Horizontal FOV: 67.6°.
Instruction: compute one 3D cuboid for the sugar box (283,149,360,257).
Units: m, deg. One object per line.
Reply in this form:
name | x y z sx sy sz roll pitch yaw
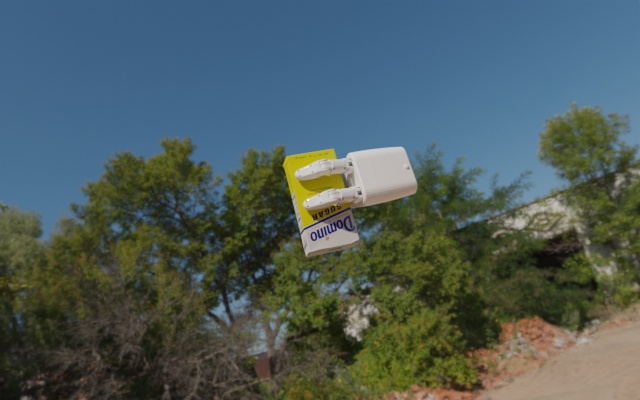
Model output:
sugar box | 0.000 0.002 0.835 0.093 0.176 0.048 -12 -17 -15
